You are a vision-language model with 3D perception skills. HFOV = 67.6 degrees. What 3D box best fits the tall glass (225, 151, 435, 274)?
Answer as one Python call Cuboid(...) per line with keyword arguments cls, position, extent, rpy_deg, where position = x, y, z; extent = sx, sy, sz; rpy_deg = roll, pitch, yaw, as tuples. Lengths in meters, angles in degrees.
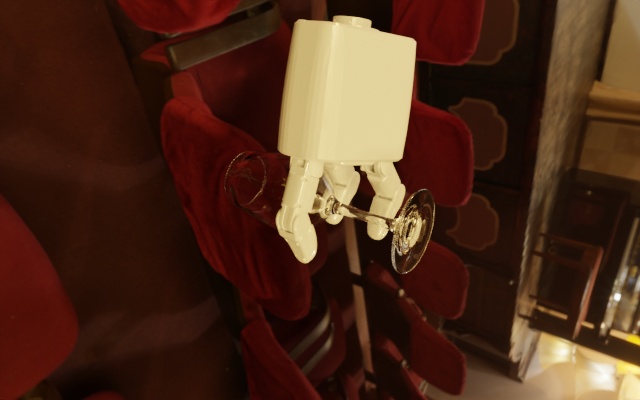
Cuboid(cls="tall glass", position=(0.001, 0.002, 0.454), extent=(0.201, 0.079, 0.079), rpy_deg=(17, 9, 33))
